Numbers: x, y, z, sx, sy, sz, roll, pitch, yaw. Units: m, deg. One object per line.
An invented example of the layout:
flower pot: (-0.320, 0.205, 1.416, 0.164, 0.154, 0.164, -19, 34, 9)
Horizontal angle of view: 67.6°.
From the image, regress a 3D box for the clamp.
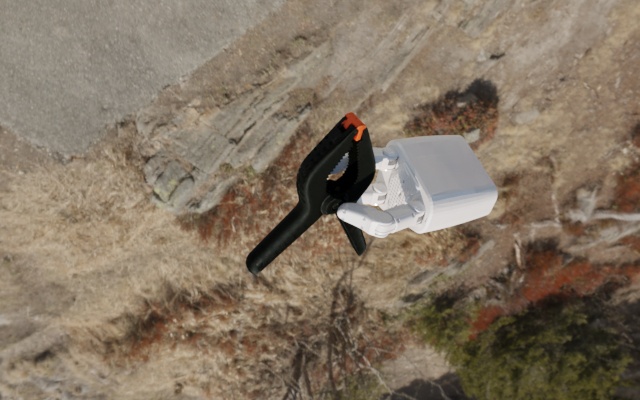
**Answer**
clamp: (0.001, 0.002, 0.534, 0.164, 0.210, 0.036, -12, 45, -27)
